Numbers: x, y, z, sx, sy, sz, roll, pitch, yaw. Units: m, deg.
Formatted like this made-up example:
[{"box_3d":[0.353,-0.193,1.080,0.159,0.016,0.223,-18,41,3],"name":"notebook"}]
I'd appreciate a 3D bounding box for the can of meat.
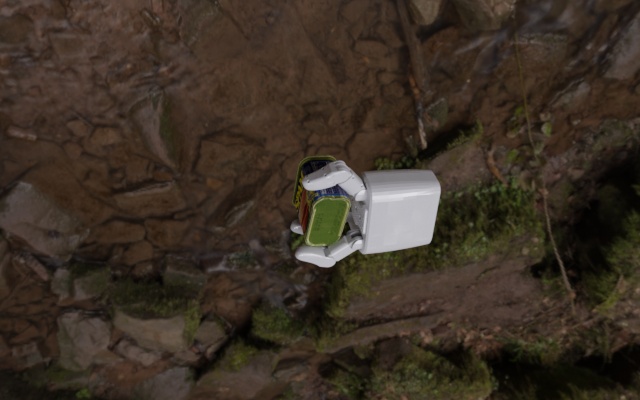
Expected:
[{"box_3d":[0.000,0.002,0.665,0.057,0.102,0.084,-3,45,-17],"name":"can of meat"}]
